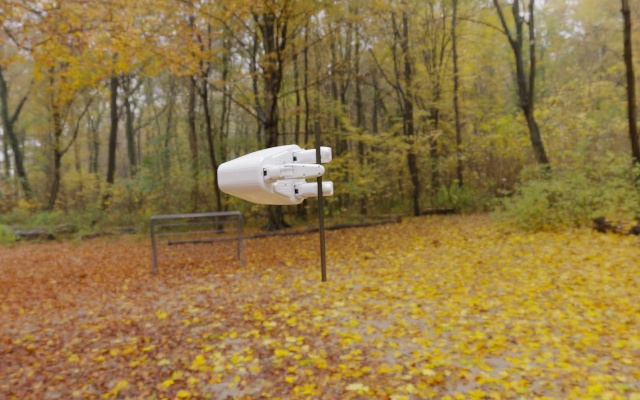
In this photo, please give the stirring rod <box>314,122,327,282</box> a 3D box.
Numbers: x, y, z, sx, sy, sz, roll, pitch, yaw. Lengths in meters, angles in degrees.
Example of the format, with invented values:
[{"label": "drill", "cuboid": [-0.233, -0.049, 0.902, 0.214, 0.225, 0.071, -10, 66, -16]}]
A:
[{"label": "stirring rod", "cuboid": [0.000, 0.002, 0.721, 0.011, 0.239, 0.011, -3, 1, 0]}]
